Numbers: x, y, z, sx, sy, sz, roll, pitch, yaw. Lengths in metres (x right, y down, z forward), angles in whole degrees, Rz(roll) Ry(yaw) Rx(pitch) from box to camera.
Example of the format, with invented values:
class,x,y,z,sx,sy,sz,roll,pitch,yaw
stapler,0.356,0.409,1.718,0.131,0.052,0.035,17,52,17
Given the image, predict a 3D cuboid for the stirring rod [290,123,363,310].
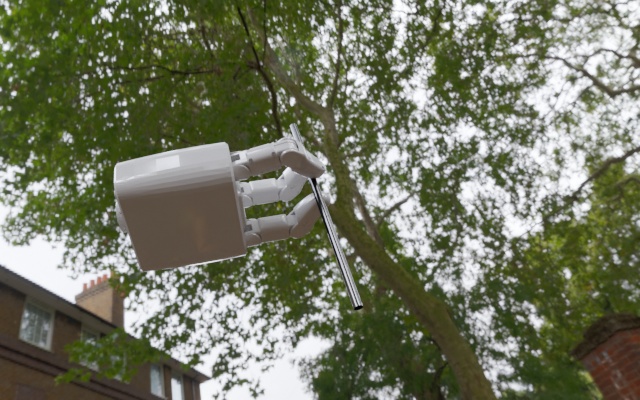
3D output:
class,x,y,z,sx,sy,sz,roll,pitch,yaw
stirring rod,0.000,0.002,0.469,0.011,0.239,0.011,-11,-41,-10
